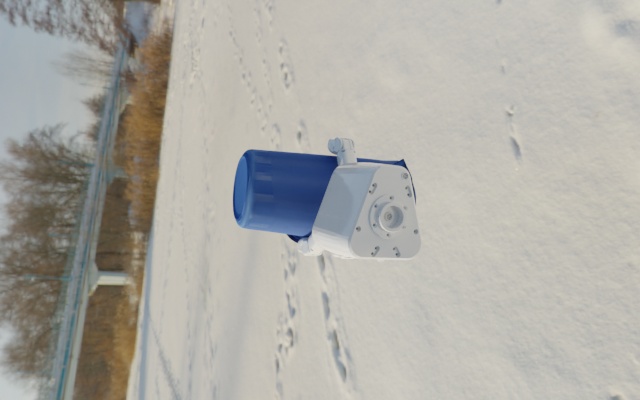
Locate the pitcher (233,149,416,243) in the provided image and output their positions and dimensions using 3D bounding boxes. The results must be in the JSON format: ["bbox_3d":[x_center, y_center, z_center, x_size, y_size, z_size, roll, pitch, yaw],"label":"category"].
[{"bbox_3d":[0.000,0.002,0.692,0.243,0.149,0.145,6,1,-21],"label":"pitcher"}]
